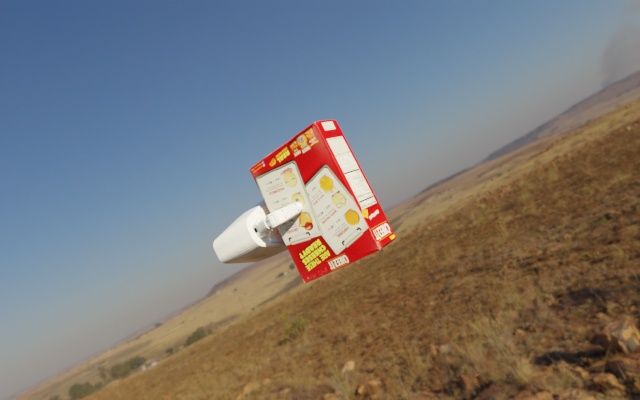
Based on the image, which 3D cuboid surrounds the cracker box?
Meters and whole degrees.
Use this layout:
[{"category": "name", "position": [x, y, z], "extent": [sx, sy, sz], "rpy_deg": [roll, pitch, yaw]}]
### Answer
[{"category": "cracker box", "position": [0.000, 0.002, 0.768], "extent": [0.164, 0.213, 0.072], "rpy_deg": [-30, -5, 36]}]
